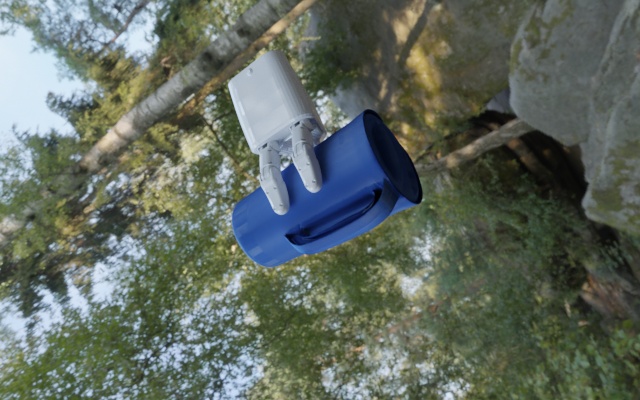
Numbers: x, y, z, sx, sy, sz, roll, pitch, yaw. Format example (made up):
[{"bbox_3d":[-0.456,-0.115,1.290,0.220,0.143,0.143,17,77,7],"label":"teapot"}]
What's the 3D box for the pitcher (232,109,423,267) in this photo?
[{"bbox_3d":[0.000,0.002,0.626,0.243,0.145,0.149,-30,-15,26],"label":"pitcher"}]
